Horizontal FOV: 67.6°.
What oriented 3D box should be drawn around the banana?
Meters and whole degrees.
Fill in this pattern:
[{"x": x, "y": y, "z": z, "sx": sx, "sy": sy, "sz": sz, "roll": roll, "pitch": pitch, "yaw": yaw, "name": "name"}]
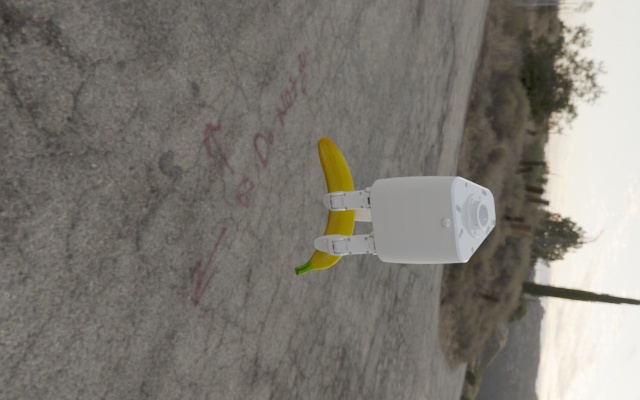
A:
[{"x": 0.016, "y": 0.010, "z": 0.660, "sx": 0.069, "sy": 0.197, "sz": 0.037, "roll": 15, "pitch": -15, "yaw": -21, "name": "banana"}]
